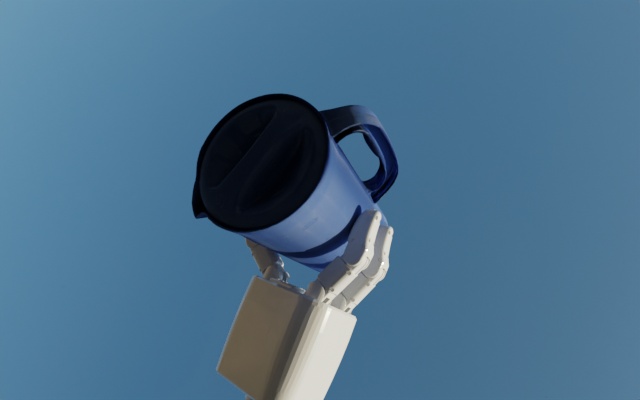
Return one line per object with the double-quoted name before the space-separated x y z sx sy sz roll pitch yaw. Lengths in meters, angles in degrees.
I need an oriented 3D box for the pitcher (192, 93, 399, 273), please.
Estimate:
"pitcher" 0.000 0.002 0.503 0.149 0.145 0.243 14 -15 29
